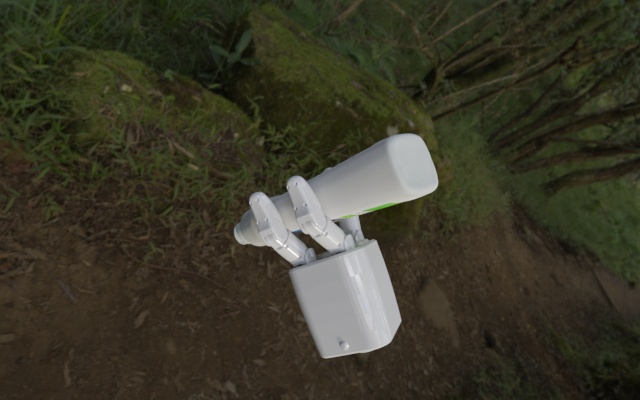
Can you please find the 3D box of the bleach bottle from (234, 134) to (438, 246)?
[{"bbox_3d":[0.000,0.002,0.551,0.251,0.068,0.102,-23,-5,34],"label":"bleach bottle"}]
